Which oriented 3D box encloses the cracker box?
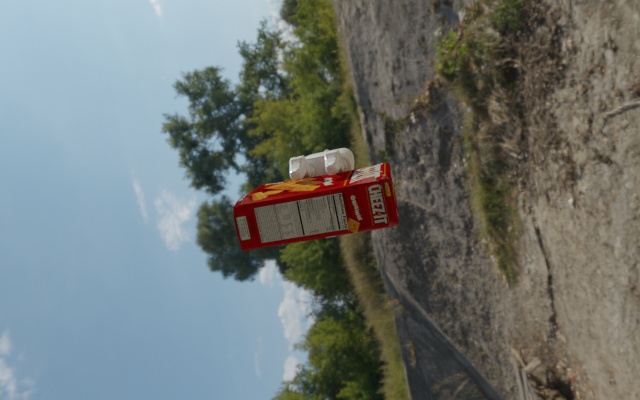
[{"bbox_3d":[0.000,0.002,0.690,0.214,0.072,0.164,-10,10,10],"label":"cracker box"}]
